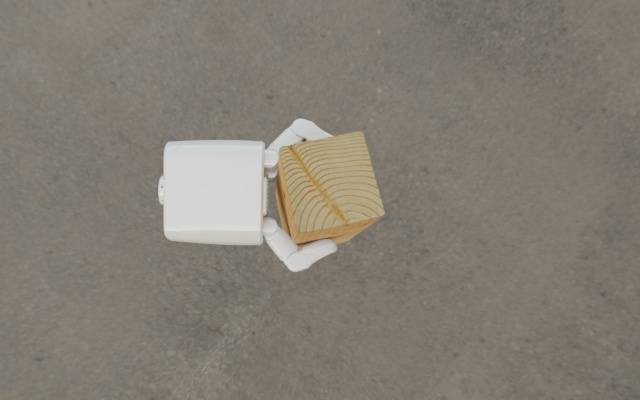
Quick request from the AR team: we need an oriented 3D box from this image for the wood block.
[{"bbox_3d":[0.000,0.002,0.565,0.090,0.091,0.206,-12,-10,-8],"label":"wood block"}]
